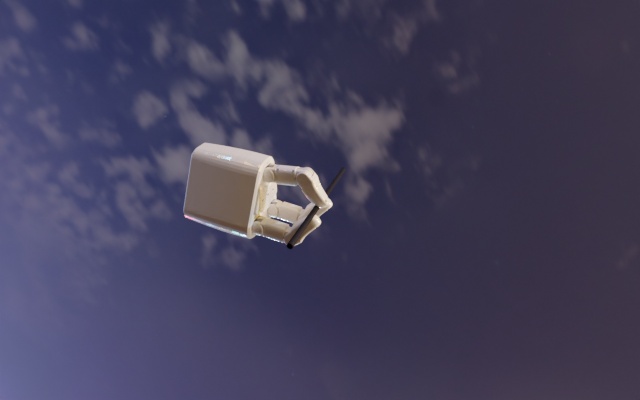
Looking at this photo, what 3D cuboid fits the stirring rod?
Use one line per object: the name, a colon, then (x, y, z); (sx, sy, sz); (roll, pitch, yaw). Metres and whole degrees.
stirring rod: (0.000, 0.002, 0.663); (0.011, 0.011, 0.239); (0, 25, 20)
